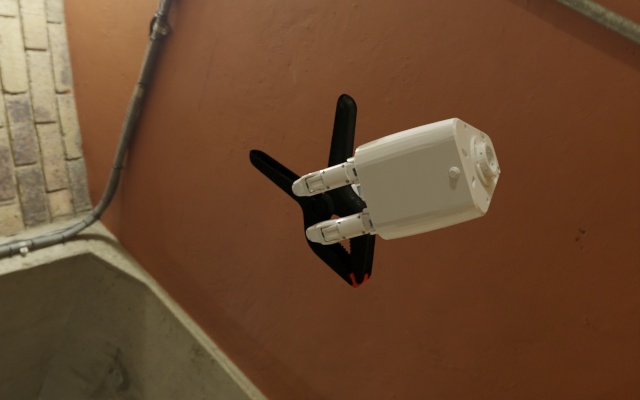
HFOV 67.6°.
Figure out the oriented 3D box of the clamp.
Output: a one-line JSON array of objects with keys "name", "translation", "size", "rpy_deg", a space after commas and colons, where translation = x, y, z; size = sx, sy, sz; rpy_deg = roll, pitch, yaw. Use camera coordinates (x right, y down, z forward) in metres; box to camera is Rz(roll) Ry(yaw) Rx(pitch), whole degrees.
[{"name": "clamp", "translation": [0.001, 0.002, 0.561], "size": [0.164, 0.210, 0.036], "rpy_deg": [-16, 3, 38]}]
